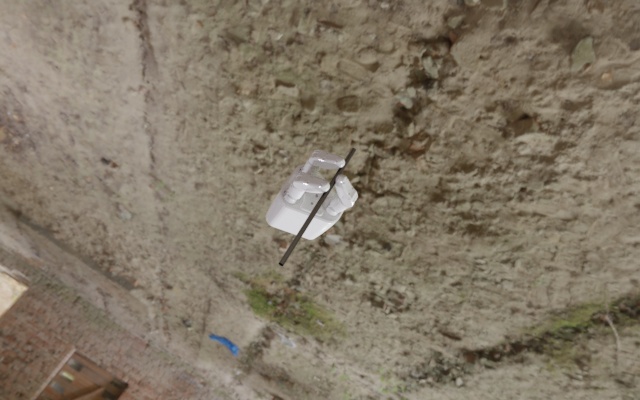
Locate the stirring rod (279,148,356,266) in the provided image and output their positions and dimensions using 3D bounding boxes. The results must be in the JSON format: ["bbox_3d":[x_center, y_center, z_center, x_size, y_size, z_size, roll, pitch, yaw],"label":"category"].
[{"bbox_3d":[0.000,0.002,0.725,0.011,0.239,0.011,23,-33,16],"label":"stirring rod"}]
